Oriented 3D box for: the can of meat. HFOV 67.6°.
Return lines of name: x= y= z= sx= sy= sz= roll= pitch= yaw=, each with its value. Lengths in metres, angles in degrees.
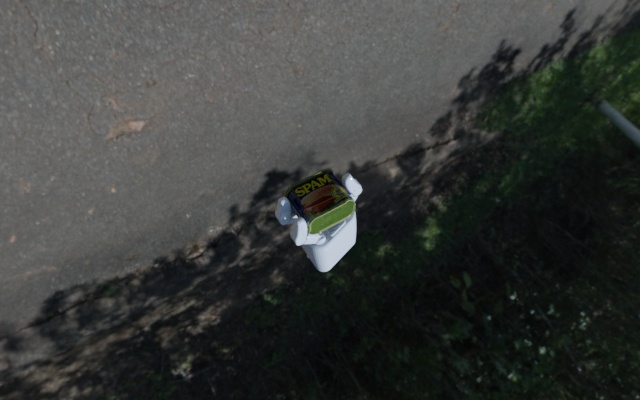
can of meat: x=0.000 y=0.003 z=0.849 sx=0.102 sy=0.084 sz=0.057 roll=-27 pitch=-33 yaw=-15
